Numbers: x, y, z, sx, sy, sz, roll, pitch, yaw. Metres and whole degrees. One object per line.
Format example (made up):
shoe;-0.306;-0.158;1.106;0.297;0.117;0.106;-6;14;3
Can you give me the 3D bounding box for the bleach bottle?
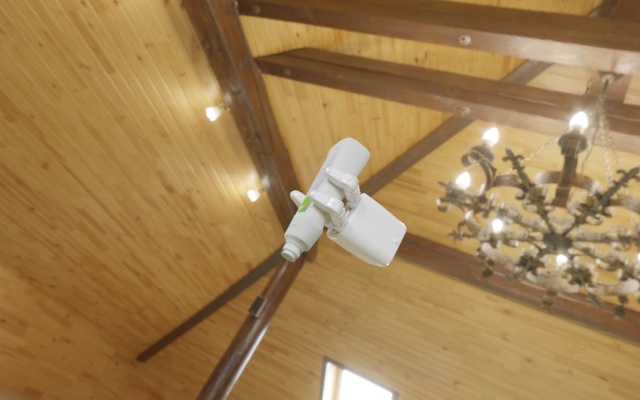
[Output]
bleach bottle;0.000;0.003;0.872;0.068;0.250;0.102;36;-27;-9
